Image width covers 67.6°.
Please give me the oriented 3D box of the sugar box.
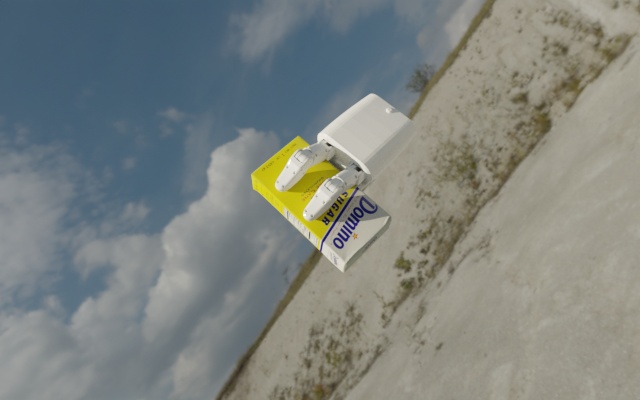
[{"bbox_3d":[0.000,0.002,0.641,0.176,0.093,0.048,41,-21,17],"label":"sugar box"}]
